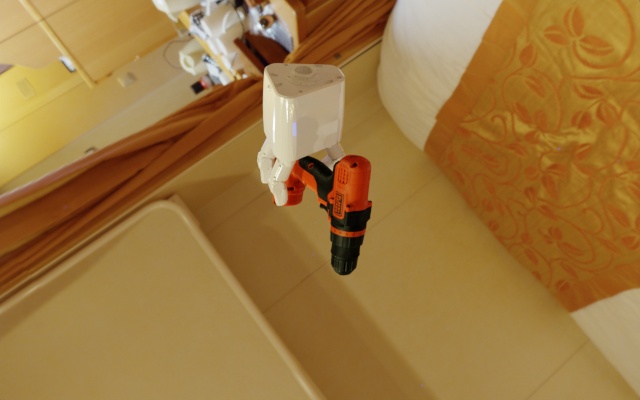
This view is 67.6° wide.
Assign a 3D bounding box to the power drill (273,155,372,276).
[{"bbox_3d":[0.000,0.002,0.736,0.057,0.184,0.187,-11,27,-39],"label":"power drill"}]
